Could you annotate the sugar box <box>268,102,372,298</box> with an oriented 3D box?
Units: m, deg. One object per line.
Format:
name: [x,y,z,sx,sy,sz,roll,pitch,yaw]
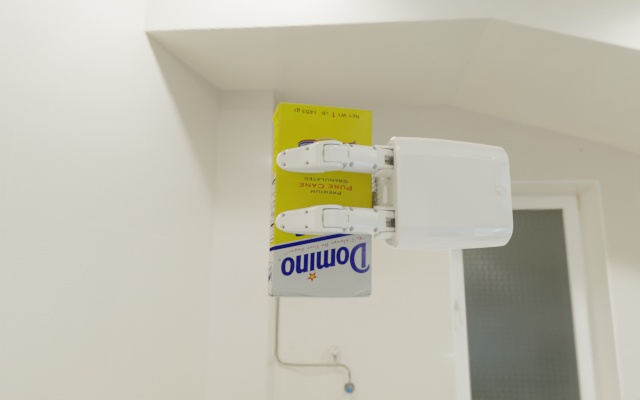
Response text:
sugar box: [0.000,0.001,0.448,0.093,0.176,0.048,2,-11,-11]
